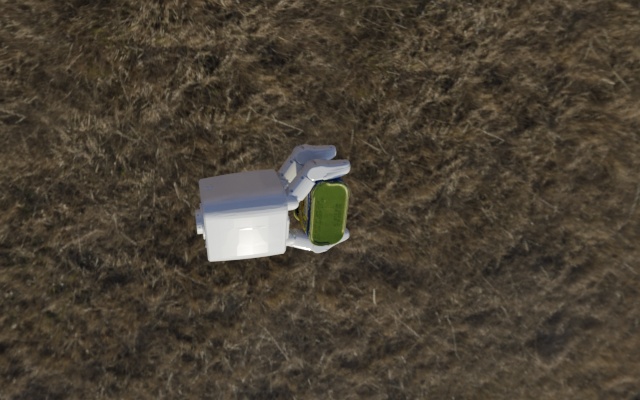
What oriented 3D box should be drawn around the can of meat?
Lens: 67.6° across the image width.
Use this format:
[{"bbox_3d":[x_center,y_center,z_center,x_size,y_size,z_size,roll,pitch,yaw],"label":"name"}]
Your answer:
[{"bbox_3d":[0.000,0.002,0.668,0.057,0.102,0.084,-3,26,-16],"label":"can of meat"}]
